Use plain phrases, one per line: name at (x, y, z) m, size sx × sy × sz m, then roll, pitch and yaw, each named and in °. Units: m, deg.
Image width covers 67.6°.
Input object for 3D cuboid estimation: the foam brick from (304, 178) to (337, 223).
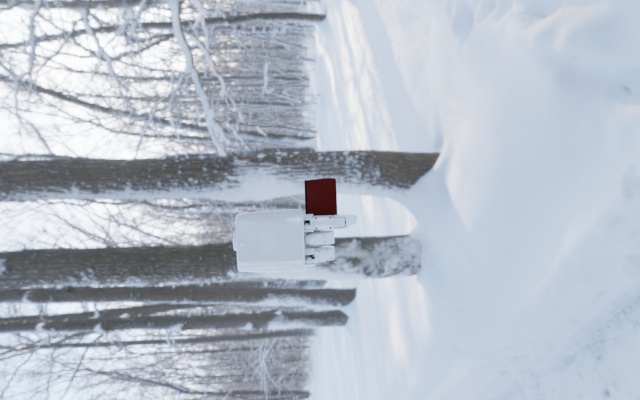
foam brick at (0.000, 0.002, 0.787) m, size 0.051 × 0.078 × 0.053 m, roll -2°, pitch 2°, yaw -2°
